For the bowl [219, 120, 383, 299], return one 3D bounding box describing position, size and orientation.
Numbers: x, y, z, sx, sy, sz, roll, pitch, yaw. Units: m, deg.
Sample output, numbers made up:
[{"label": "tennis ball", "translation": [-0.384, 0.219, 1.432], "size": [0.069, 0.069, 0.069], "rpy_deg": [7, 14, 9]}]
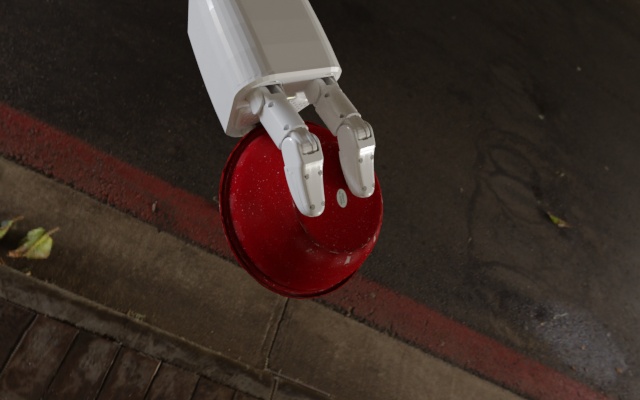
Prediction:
[{"label": "bowl", "translation": [0.001, 0.002, 0.403], "size": [0.162, 0.162, 0.055], "rpy_deg": [0, -9, -36]}]
